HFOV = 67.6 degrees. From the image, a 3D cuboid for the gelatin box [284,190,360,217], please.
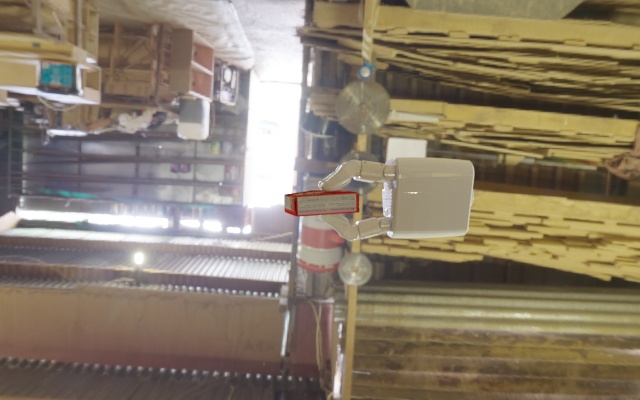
[{"bbox_3d":[0.000,0.003,0.651,0.089,0.030,0.073,-4,5,-16],"label":"gelatin box"}]
